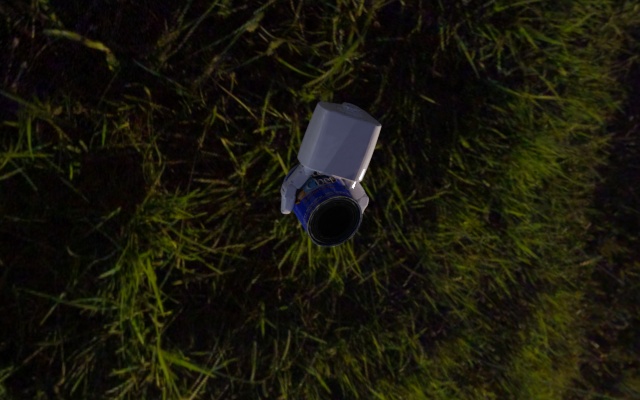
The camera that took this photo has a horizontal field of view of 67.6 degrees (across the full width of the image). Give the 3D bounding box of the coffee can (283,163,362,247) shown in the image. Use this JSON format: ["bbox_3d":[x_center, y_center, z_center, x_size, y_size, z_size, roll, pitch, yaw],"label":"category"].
[{"bbox_3d":[0.000,0.003,0.865,0.103,0.103,0.140,0,30,-24],"label":"coffee can"}]
